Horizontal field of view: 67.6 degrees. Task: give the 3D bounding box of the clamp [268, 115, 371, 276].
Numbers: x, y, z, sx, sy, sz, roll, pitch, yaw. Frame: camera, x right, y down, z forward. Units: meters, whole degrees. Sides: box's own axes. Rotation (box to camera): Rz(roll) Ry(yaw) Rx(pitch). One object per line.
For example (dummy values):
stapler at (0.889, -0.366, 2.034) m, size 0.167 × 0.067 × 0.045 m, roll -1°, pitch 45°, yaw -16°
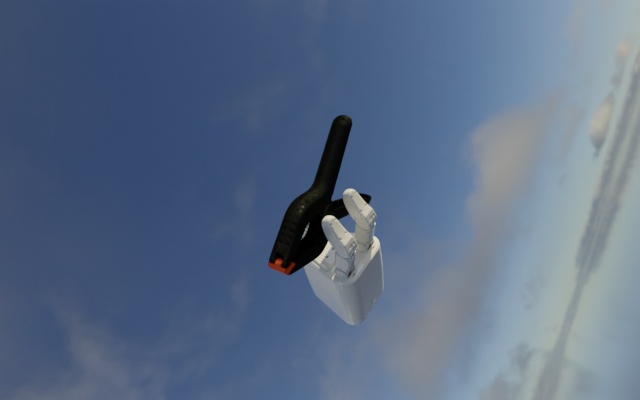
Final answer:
clamp at (-0.001, 0.002, 0.617) m, size 0.036 × 0.165 × 0.210 m, roll 16°, pitch 49°, yaw 32°
